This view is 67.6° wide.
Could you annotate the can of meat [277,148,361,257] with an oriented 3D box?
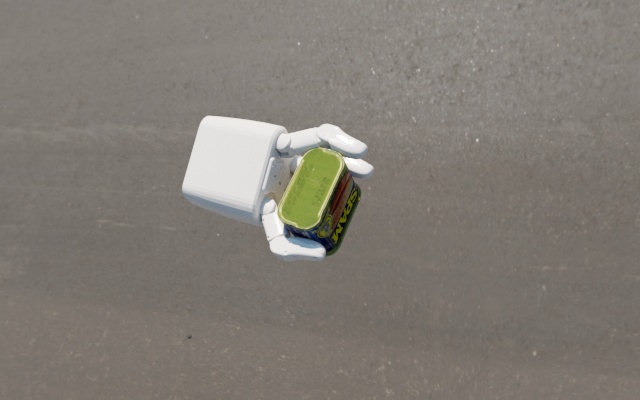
[{"bbox_3d":[0.000,0.002,0.544,0.057,0.102,0.084,17,-18,23],"label":"can of meat"}]
